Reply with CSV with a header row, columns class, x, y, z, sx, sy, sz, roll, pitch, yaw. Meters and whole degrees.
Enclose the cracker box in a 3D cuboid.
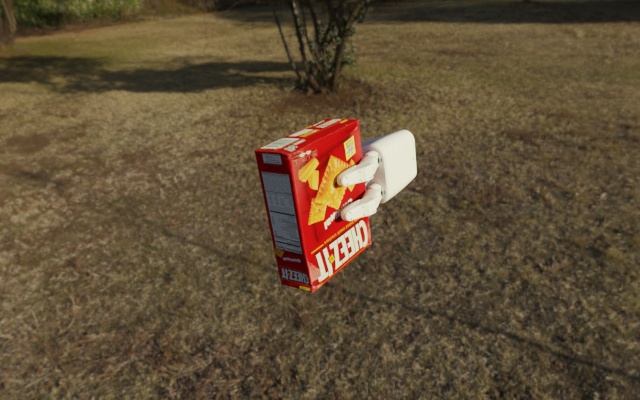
class,x,y,z,sx,sy,sz,roll,pitch,yaw
cracker box,0.000,0.002,0.710,0.072,0.214,0.164,9,28,38
